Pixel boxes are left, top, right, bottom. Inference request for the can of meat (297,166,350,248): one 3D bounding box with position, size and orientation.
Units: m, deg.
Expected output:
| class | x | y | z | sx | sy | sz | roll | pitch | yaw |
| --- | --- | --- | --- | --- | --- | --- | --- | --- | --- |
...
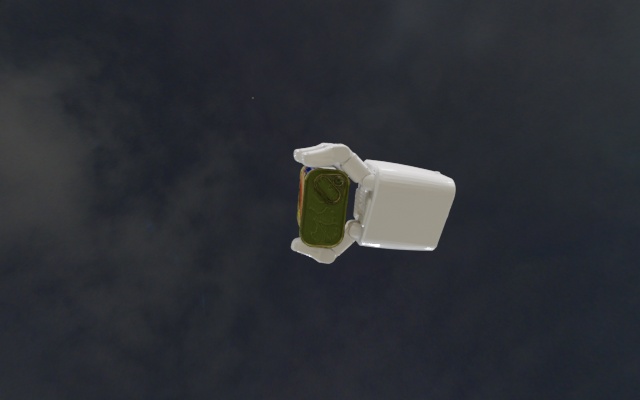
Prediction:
| class | x | y | z | sx | sy | sz | roll | pitch | yaw |
| --- | --- | --- | --- | --- | --- | --- | --- | --- | --- |
| can of meat | 0.000 | 0.002 | 0.634 | 0.057 | 0.102 | 0.084 | 4 | 11 | -8 |
